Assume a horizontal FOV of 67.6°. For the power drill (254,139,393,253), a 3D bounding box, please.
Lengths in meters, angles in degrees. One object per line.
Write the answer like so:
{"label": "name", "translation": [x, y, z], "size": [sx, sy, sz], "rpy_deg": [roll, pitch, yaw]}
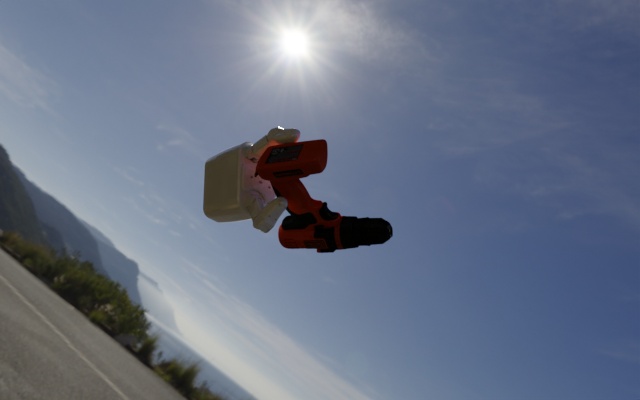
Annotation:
{"label": "power drill", "translation": [0.000, 0.002, 0.699], "size": [0.184, 0.188, 0.057], "rpy_deg": [-5, 40, 21]}
